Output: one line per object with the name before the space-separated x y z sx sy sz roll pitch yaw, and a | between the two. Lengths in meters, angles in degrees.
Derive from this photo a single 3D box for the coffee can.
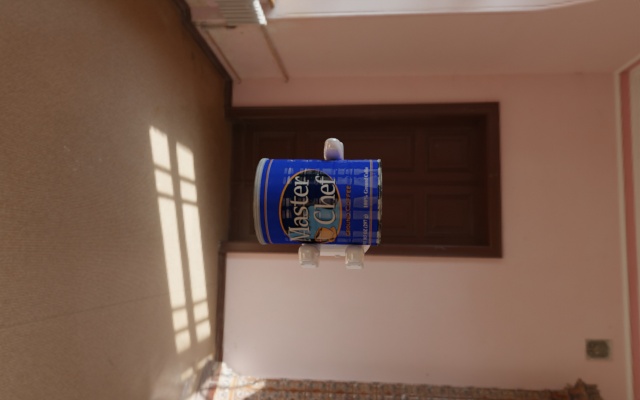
coffee can | 0.000 0.002 0.566 0.140 0.103 0.103 1 0 5
